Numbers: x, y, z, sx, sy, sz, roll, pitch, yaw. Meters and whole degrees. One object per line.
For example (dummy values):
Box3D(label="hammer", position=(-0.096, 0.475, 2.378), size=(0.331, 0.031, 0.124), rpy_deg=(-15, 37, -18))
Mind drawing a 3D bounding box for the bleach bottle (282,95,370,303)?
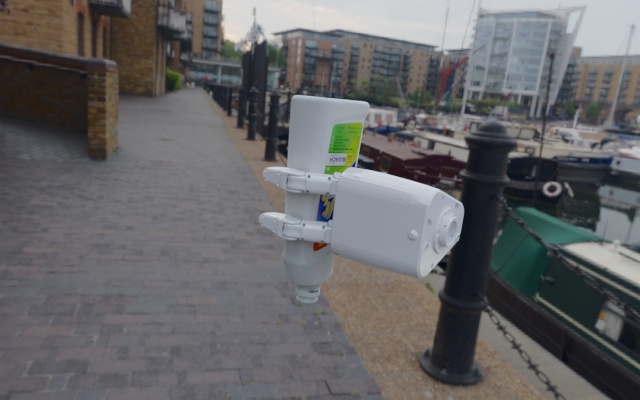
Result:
Box3D(label="bleach bottle", position=(0.000, 0.002, 0.587), size=(0.068, 0.251, 0.102), rpy_deg=(14, 15, 34))
